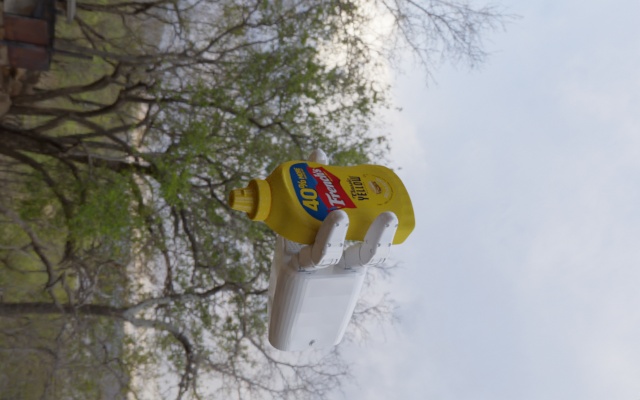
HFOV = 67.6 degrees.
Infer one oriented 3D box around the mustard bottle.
[{"bbox_3d":[0.000,0.001,0.496,0.191,0.096,0.058,1,-39,-27],"label":"mustard bottle"}]
